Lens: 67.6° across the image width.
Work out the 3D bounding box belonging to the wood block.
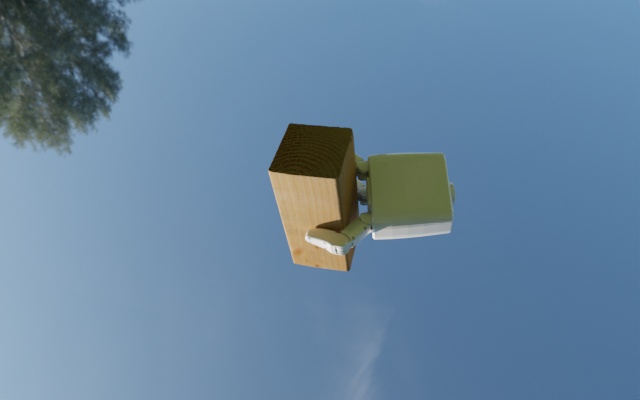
[{"bbox_3d":[0.000,0.003,0.667,0.090,0.090,0.206,7,-39,14],"label":"wood block"}]
